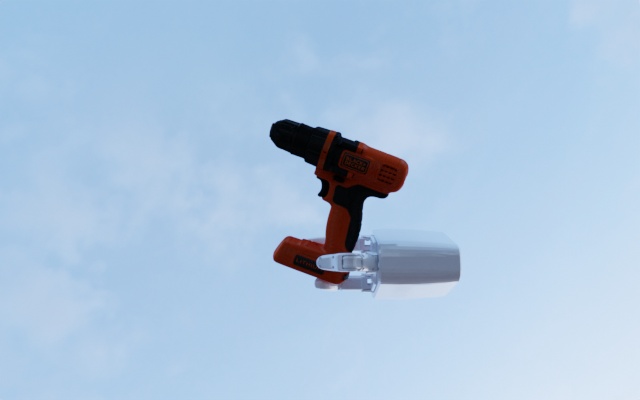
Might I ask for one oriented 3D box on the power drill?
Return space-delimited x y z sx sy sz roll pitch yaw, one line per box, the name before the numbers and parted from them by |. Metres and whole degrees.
power drill | 0.000 0.003 0.625 0.184 0.188 0.057 21 16 5
